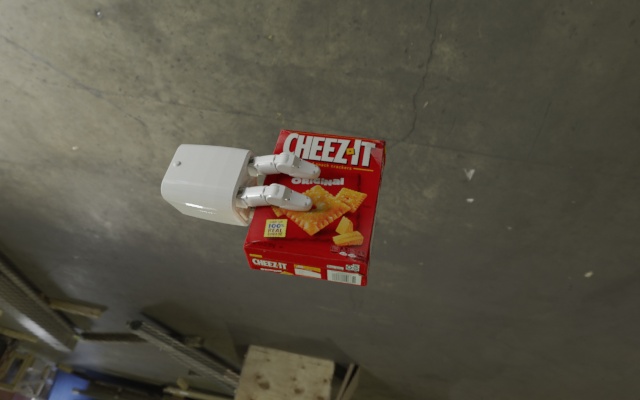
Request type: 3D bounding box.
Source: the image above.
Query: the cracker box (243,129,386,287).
[{"bbox_3d":[0.000,0.002,0.680,0.164,0.213,0.072,8,-34,8],"label":"cracker box"}]
